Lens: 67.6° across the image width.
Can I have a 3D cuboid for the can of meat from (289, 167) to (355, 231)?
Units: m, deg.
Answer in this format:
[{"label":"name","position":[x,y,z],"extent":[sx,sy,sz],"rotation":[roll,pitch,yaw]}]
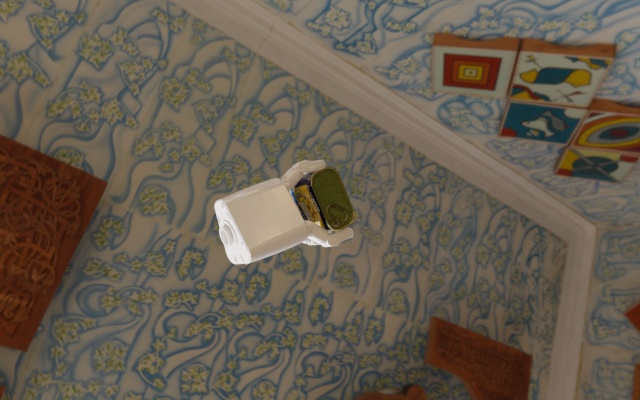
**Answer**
[{"label":"can of meat","position":[0.000,0.003,0.800],"extent":[0.057,0.102,0.084],"rotation":[-26,6,-32]}]
